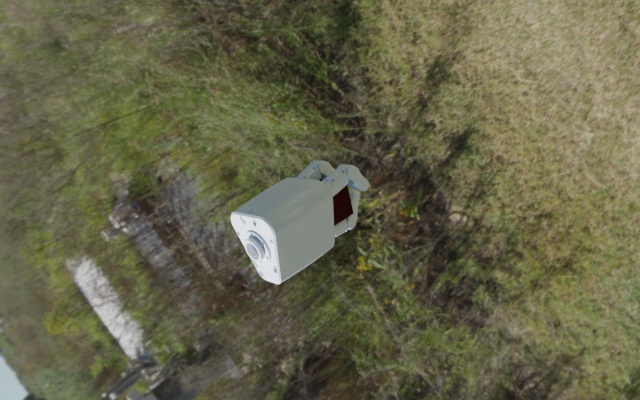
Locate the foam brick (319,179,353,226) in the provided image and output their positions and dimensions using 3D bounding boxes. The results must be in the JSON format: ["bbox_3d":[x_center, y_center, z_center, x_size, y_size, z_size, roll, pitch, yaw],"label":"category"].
[{"bbox_3d":[0.000,0.002,0.707,0.051,0.053,0.078,-30,25,-37],"label":"foam brick"}]
